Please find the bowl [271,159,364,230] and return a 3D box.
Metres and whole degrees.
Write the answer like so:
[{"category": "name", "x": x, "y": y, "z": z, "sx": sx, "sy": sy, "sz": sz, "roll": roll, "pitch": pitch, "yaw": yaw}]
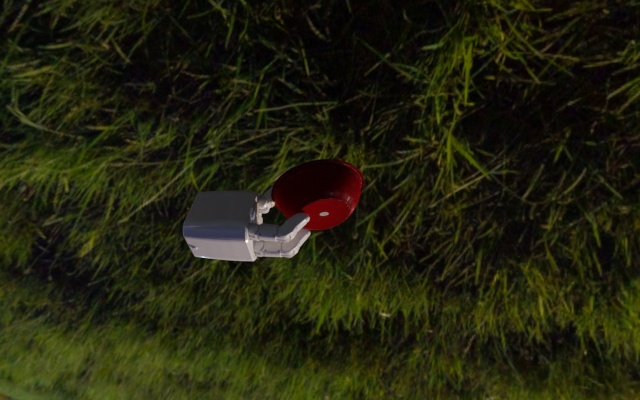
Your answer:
[{"category": "bowl", "x": 0.001, "y": 0.003, "z": 0.801, "sx": 0.162, "sy": 0.055, "sz": 0.162, "roll": -8, "pitch": -35, "yaw": -6}]
